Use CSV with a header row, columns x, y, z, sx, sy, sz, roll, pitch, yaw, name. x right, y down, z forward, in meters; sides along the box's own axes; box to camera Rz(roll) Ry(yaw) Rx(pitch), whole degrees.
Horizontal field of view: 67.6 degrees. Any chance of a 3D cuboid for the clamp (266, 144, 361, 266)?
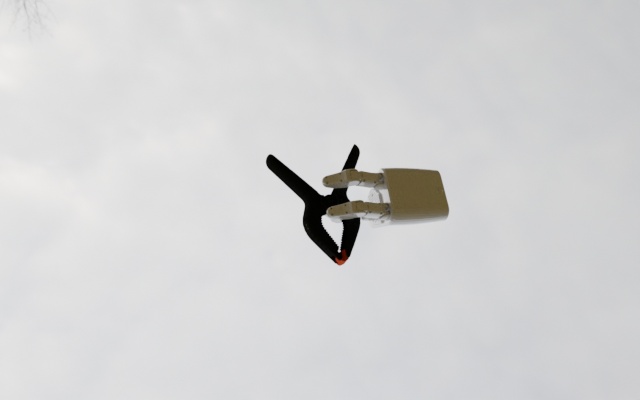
x,y,z,sx,sy,sz,roll,pitch,yaw,name
0.000,0.003,0.774,0.164,0.210,0.036,-3,-23,-13,clamp
